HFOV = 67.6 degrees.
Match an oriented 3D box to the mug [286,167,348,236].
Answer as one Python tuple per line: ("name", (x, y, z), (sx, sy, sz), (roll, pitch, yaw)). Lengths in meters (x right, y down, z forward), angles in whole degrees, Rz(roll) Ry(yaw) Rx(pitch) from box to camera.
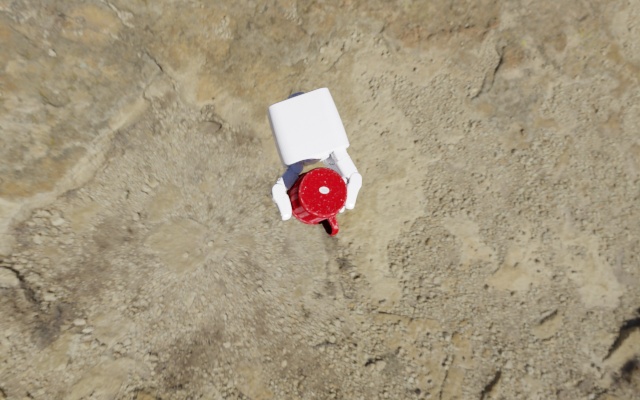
("mug", (0.001, 0.004, 0.780), (0.093, 0.117, 0.081), (-20, -2, -15))
